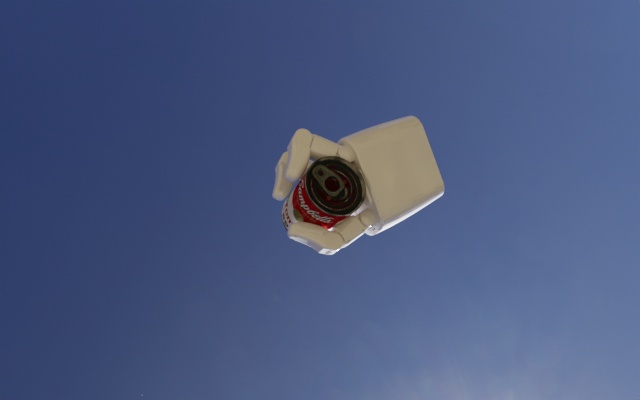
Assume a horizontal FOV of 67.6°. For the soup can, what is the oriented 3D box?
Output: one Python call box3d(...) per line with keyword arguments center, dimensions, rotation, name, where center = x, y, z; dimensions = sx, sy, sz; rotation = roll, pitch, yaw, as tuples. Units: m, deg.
box3d(center=(0.000, 0.002, 0.540), dimensions=(0.068, 0.068, 0.102), rotation=(0, -21, -20), name="soup can")
